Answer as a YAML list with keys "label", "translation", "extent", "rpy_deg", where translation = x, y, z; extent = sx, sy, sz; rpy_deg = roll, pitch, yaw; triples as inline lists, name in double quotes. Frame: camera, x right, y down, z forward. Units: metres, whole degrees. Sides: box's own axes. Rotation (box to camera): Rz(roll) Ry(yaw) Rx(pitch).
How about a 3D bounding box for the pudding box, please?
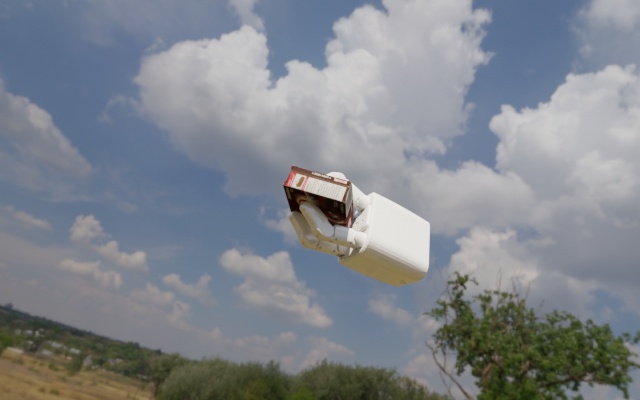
- label: "pudding box"
  translation: [0.000, 0.002, 0.684]
  extent: [0.090, 0.039, 0.114]
  rpy_deg: [15, -27, 12]
